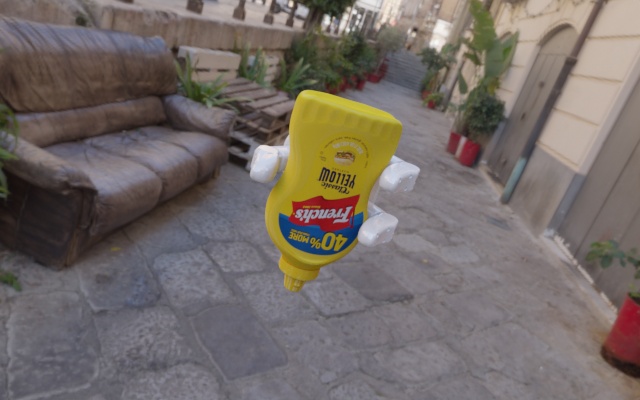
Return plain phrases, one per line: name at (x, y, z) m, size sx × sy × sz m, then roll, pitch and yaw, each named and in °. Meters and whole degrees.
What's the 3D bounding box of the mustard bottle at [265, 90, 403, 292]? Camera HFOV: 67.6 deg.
mustard bottle at (0.000, 0.001, 0.449) m, size 0.096 × 0.192 × 0.058 m, roll 12°, pitch 21°, yaw -17°
